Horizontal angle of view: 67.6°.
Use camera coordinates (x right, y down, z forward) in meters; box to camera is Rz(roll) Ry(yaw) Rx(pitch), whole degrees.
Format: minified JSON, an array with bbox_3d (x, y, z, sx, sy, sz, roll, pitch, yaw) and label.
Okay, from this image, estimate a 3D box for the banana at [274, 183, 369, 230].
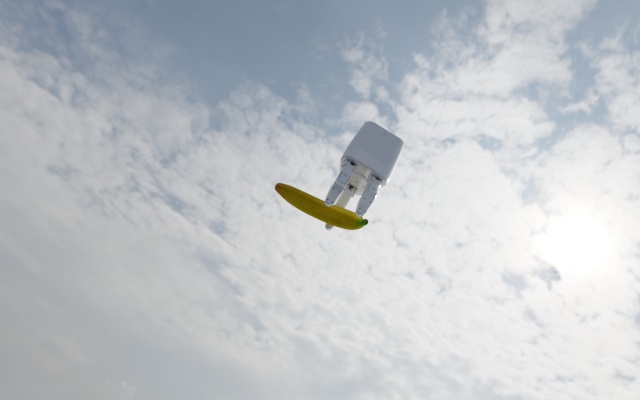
[{"bbox_3d":[0.006,0.014,0.893,0.198,0.037,0.070,20,-27,22],"label":"banana"}]
